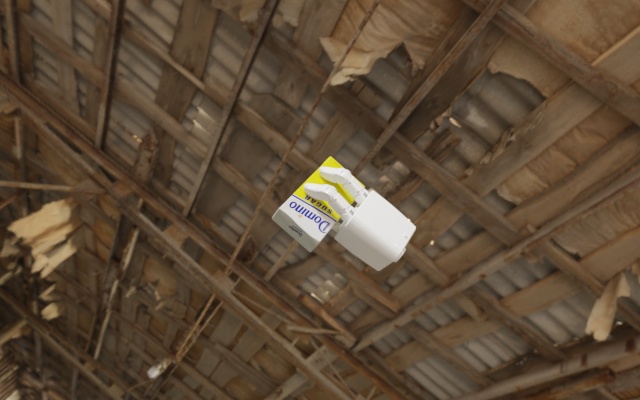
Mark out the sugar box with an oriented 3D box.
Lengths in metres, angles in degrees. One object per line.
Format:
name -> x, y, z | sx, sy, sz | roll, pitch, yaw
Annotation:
sugar box -> 0.001, 0.003, 0.875 | 0.176, 0.093, 0.048 | -49, -1, -42
